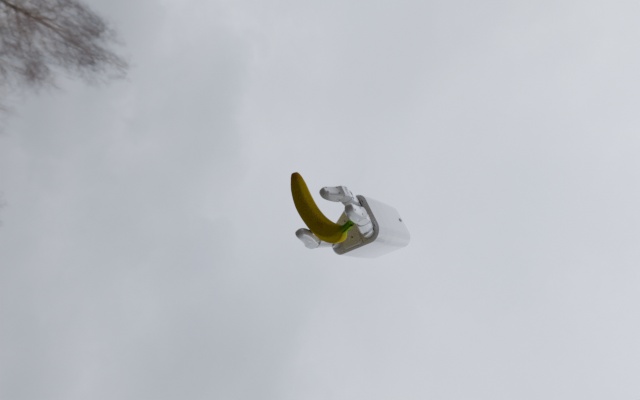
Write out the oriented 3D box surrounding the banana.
[{"bbox_3d":[-0.006,0.021,0.834,0.037,0.070,0.197,10,21,-41],"label":"banana"}]
